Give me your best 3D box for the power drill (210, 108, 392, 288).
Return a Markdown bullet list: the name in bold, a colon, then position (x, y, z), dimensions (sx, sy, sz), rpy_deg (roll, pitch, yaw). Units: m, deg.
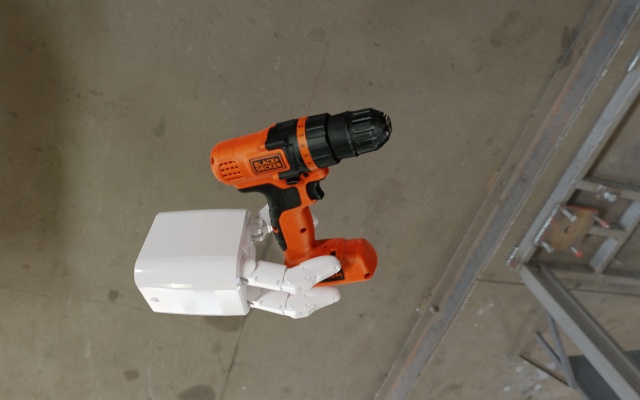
- **power drill**: position (0.000, 0.002, 0.497), dimensions (0.184, 0.188, 0.057), rpy_deg (-10, 30, 20)
